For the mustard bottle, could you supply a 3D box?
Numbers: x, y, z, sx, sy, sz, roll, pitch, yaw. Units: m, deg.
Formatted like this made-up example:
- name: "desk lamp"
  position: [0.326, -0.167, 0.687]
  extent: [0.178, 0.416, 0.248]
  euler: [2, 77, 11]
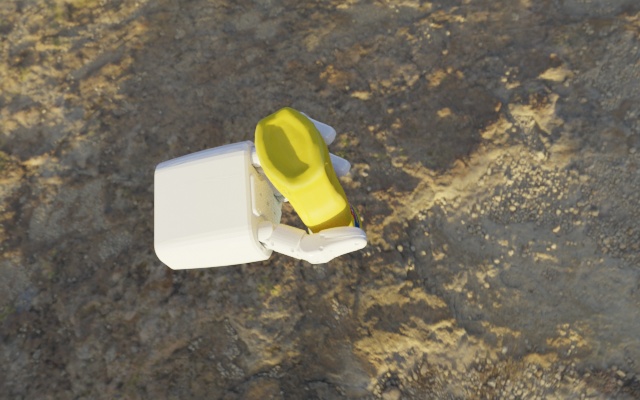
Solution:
- name: "mustard bottle"
  position: [0.000, 0.001, 0.477]
  extent: [0.058, 0.096, 0.192]
  euler: [-30, -36, 0]
